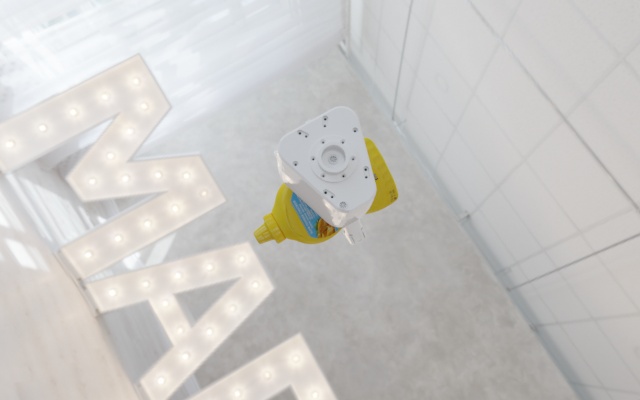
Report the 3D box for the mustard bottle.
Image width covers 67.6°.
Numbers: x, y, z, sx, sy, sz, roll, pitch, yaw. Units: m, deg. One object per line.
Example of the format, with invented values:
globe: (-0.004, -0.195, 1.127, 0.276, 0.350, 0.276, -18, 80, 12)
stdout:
mustard bottle: (0.000, 0.002, 0.623, 0.191, 0.096, 0.058, -30, 17, -6)
